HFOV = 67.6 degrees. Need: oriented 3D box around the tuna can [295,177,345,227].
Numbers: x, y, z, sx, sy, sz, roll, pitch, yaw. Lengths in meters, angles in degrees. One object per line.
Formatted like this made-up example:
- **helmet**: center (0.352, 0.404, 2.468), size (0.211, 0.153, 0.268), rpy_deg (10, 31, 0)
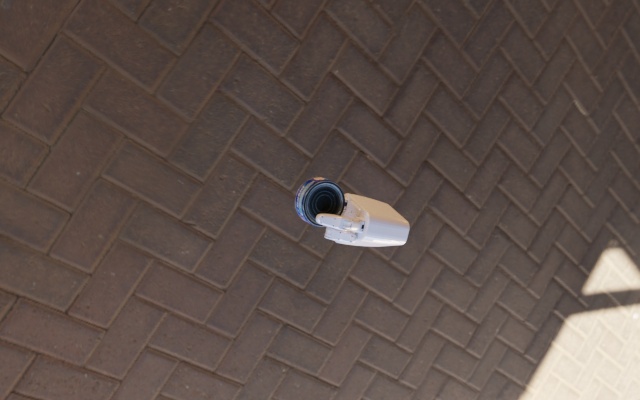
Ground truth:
- **tuna can**: center (0.000, 0.003, 0.843), size (0.086, 0.086, 0.033), rpy_deg (0, 12, -26)
